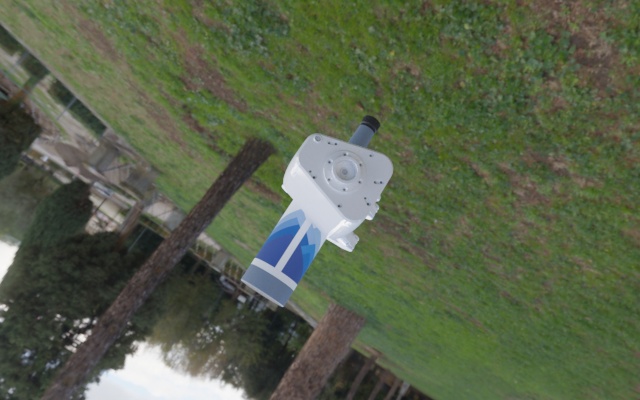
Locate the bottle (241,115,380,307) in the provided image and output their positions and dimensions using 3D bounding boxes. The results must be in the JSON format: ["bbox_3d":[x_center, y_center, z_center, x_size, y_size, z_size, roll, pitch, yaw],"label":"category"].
[{"bbox_3d":[0.000,0.002,0.662,0.069,0.295,0.069,30,-16,10],"label":"bottle"}]
